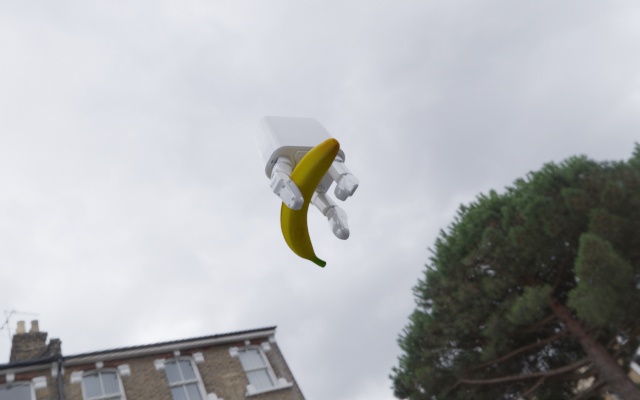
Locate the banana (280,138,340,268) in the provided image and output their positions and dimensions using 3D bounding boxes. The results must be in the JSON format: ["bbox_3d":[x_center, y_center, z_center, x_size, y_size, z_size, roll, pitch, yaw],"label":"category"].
[{"bbox_3d":[-0.019,0.005,0.638,0.069,0.198,0.037,0,32,-9],"label":"banana"}]
